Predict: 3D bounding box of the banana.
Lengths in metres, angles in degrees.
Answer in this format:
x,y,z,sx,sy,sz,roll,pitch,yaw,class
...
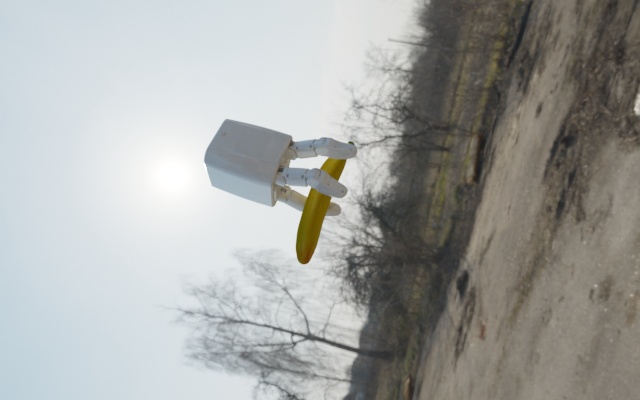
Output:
x,y,z,sx,sy,sz,roll,pitch,yaw,class
-0.002,0.004,0.706,0.037,0.197,0.070,22,-18,-5,banana
